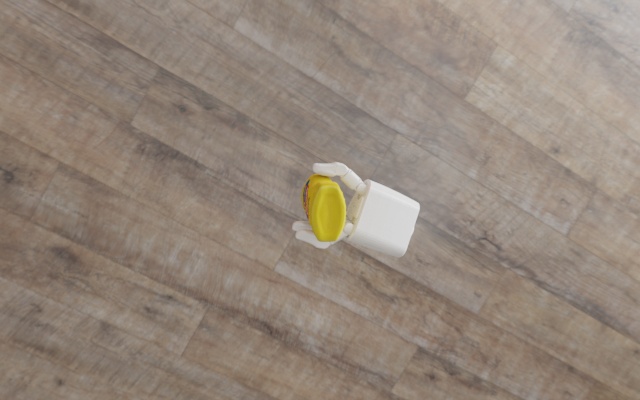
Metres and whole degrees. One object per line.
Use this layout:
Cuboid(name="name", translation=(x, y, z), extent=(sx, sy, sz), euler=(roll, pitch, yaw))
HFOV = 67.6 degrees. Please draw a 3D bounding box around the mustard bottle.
Cuboid(name="mustard bottle", translation=(0.000, 0.003, 0.847), extent=(0.058, 0.096, 0.191), euler=(-2, 12, -8))
